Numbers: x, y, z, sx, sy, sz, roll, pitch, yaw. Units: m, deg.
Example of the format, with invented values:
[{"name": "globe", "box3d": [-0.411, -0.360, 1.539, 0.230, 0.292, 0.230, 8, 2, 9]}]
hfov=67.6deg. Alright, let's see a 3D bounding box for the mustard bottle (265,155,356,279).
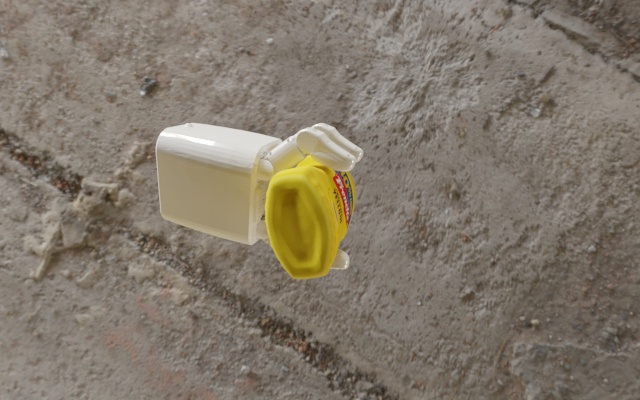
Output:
[{"name": "mustard bottle", "box3d": [0.000, 0.002, 0.491, 0.058, 0.096, 0.191, -11, 11, 14]}]
